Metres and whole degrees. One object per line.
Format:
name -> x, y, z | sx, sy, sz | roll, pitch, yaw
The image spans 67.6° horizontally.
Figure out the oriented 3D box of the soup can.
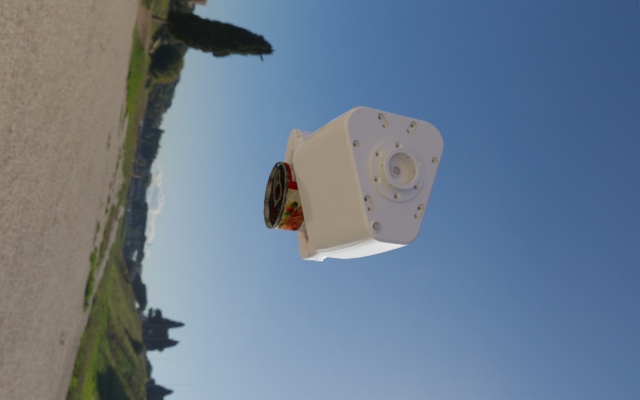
soup can -> 0.000, 0.002, 0.492 | 0.102, 0.068, 0.068 | 9, -3, -22
